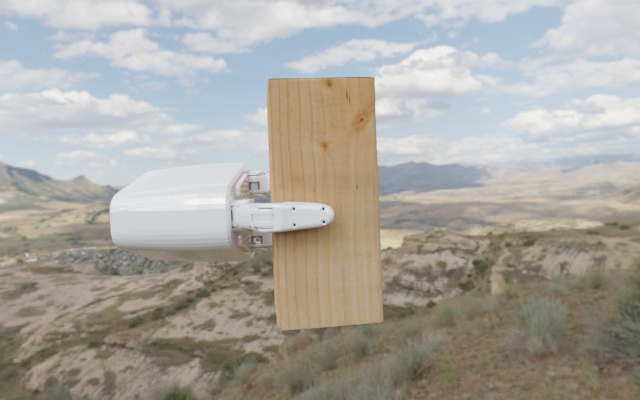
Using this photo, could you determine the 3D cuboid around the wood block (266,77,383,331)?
[{"bbox_3d":[0.000,0.001,0.434,0.090,0.206,0.091,-3,2,-8],"label":"wood block"}]
